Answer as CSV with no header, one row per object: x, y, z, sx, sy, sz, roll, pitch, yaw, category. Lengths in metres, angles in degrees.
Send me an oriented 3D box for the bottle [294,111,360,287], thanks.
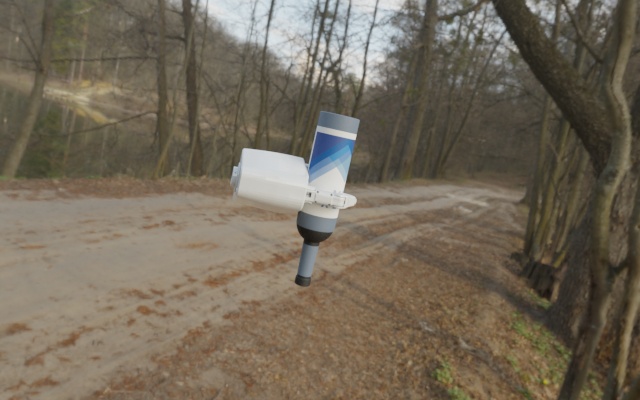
0.000,0.002,0.805,0.069,0.296,0.069,12,9,-2,bottle
